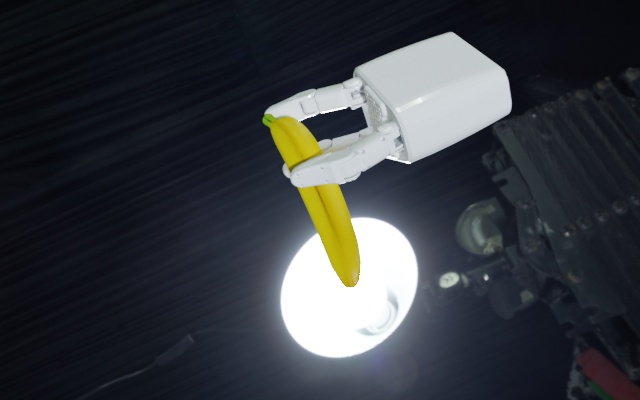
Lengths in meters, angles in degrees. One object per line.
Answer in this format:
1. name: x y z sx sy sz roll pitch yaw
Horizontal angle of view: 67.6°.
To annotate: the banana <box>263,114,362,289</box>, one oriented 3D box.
1. banana: 0.001 -0.001 0.460 0.037 0.198 0.069 -25 4 -6
